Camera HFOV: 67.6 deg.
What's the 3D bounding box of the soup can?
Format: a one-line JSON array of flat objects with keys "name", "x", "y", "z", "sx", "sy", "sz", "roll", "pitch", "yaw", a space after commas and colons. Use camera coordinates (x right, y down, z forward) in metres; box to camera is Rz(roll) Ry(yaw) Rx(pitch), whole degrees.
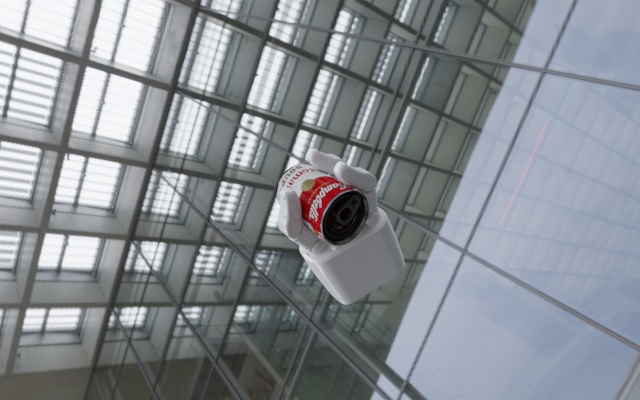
[{"name": "soup can", "x": 0.000, "y": 0.002, "z": 0.576, "sx": 0.068, "sy": 0.068, "sz": 0.102, "roll": 0, "pitch": 22, "yaw": -38}]
